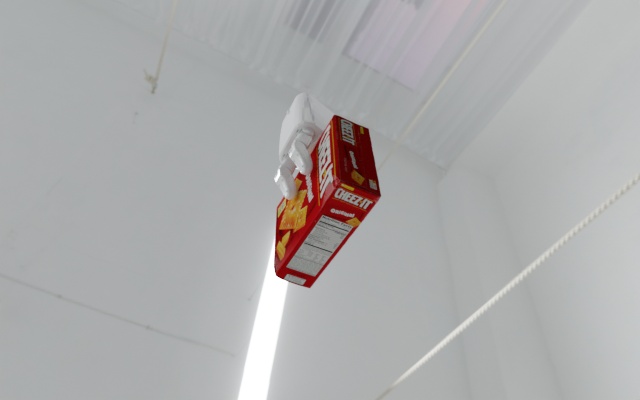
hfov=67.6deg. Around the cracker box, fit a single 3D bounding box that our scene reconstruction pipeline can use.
[{"bbox_3d":[0.000,0.003,0.729,0.072,0.214,0.164,20,38,-19],"label":"cracker box"}]
